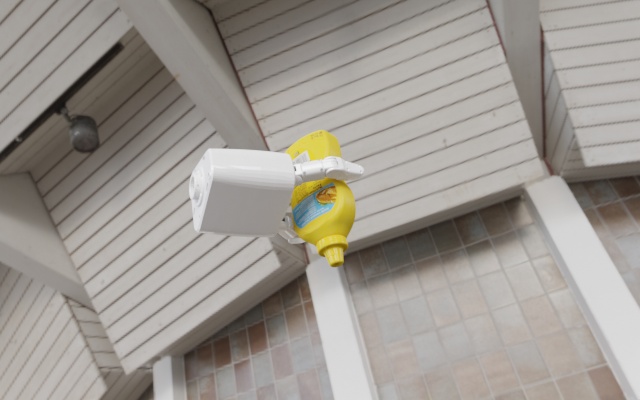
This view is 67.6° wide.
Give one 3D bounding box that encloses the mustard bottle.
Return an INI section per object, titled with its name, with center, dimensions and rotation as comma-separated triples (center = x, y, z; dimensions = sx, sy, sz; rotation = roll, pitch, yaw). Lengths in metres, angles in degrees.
[mustard bottle]
center = 0.000, 0.002, 0.658
dimensions = 0.096, 0.191, 0.058
rotation = -33, -35, 28
